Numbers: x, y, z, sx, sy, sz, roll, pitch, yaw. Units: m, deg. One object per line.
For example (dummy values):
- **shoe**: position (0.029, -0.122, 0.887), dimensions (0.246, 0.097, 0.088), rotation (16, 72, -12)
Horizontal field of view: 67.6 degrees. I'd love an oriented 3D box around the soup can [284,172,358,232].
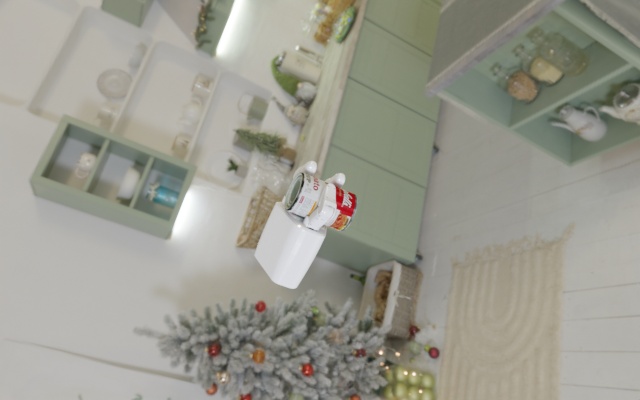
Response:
- **soup can**: position (0.000, 0.002, 0.782), dimensions (0.102, 0.068, 0.068), rotation (22, -8, -19)
